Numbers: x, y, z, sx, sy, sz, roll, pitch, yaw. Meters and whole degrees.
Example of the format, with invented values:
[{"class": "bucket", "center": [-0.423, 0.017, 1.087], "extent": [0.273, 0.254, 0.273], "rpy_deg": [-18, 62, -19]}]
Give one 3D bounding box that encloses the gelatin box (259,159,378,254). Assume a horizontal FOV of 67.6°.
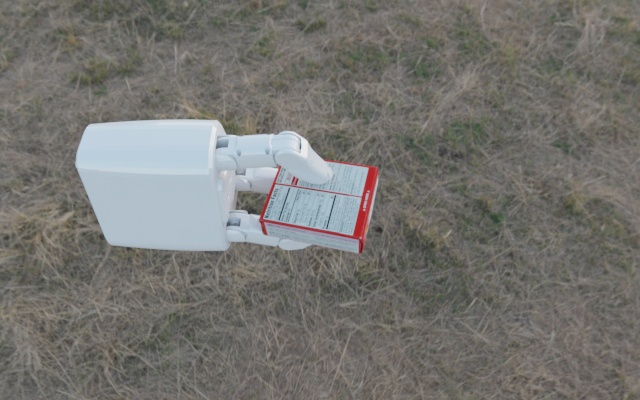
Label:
[{"class": "gelatin box", "center": [0.000, 0.001, 0.412], "extent": [0.089, 0.073, 0.030], "rpy_deg": [9, -32, 11]}]
